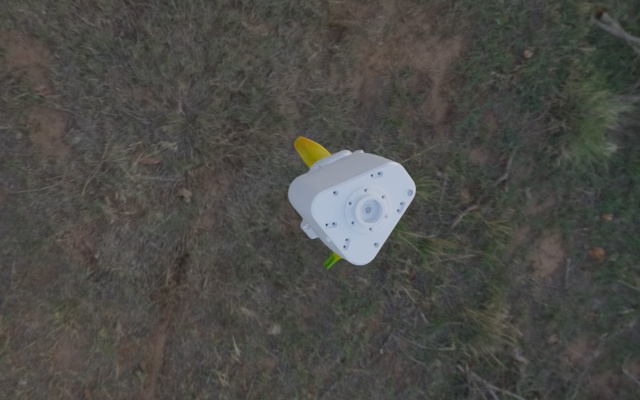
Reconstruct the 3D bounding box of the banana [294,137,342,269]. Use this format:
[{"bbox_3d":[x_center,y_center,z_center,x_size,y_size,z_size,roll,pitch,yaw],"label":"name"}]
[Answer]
[{"bbox_3d":[0.019,0.000,0.675,0.069,0.198,0.037,-16,13,-11],"label":"banana"}]
